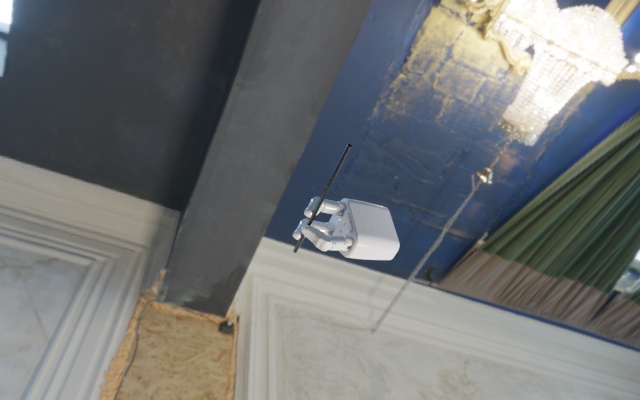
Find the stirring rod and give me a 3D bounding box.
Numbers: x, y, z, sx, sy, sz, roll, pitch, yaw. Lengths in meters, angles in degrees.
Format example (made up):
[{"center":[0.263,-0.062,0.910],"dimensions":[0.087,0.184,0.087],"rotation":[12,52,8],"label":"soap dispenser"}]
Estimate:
[{"center":[0.000,0.003,0.846],"dimensions":[0.011,0.240,0.011],"rotation":[21,29,-12],"label":"stirring rod"}]
